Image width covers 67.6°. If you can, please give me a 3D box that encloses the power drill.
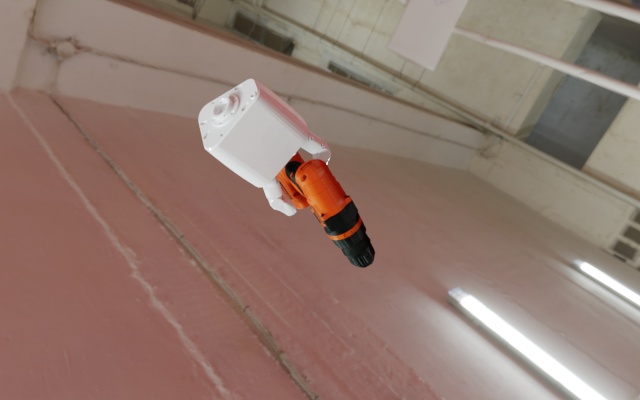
[{"bbox_3d":[0.000,0.002,0.714,0.057,0.184,0.187,-36,28,-11],"label":"power drill"}]
